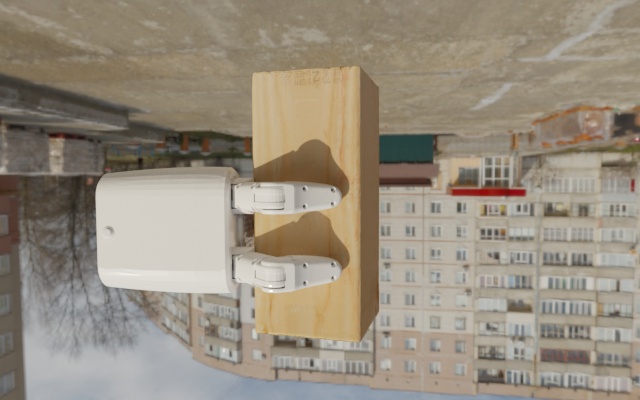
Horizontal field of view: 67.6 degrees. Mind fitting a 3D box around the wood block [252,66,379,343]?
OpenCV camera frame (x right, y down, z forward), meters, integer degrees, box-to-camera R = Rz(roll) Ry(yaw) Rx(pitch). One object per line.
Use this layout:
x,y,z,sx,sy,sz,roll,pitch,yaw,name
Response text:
0.000,0.001,0.407,0.090,0.206,0.091,1,3,15,wood block
